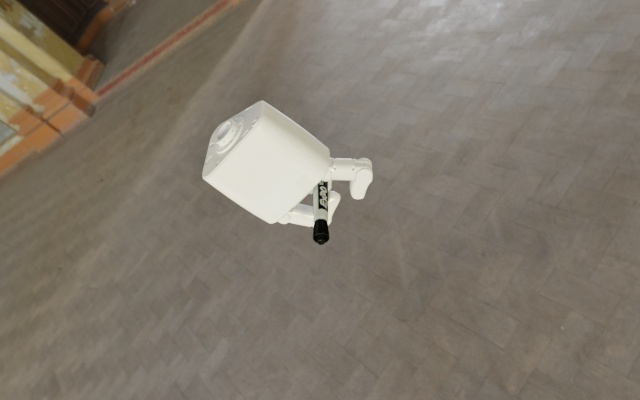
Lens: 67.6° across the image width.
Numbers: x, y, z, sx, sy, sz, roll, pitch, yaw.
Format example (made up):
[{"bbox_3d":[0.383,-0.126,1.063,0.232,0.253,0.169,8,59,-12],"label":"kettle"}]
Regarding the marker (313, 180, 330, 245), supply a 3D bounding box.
[{"bbox_3d":[0.000,0.002,0.564,0.020,0.121,0.020,0,-42,0],"label":"marker"}]
